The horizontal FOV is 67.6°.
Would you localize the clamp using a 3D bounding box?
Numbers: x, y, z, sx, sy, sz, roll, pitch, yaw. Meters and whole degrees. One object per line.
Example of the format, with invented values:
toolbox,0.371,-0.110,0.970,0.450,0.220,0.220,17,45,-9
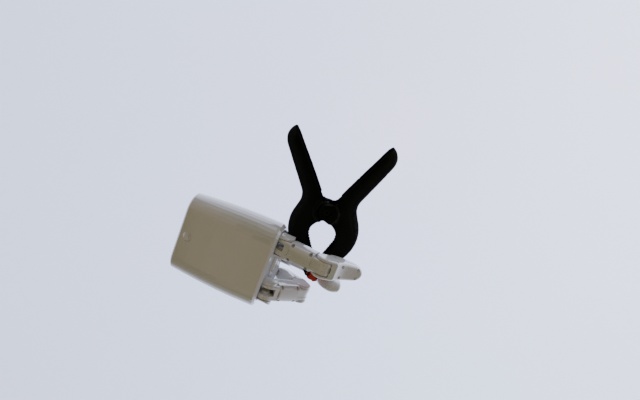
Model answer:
clamp,0.000,0.002,0.529,0.120,0.171,0.039,23,10,6
